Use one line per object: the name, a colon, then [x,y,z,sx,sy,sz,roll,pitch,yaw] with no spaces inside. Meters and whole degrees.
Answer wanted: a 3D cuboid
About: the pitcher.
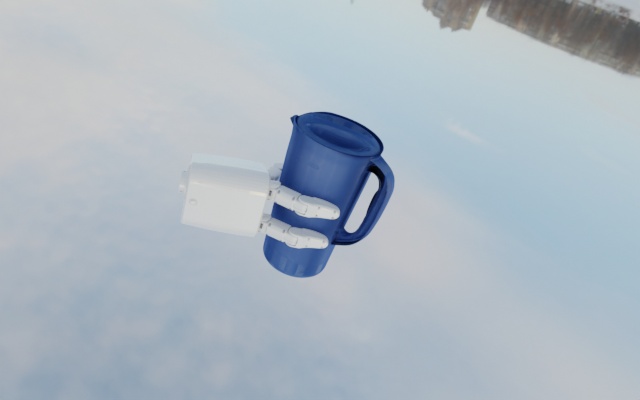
pitcher: [0.000,0.002,0.719,0.145,0.243,0.149,10,31,-16]
